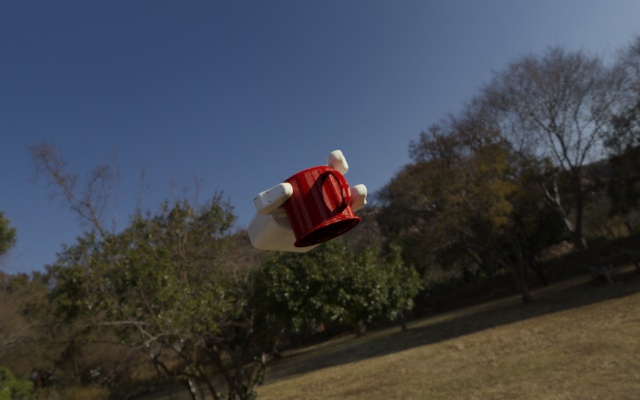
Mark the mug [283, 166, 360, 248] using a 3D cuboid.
[{"bbox_3d":[0.001,0.001,0.621,0.093,0.081,0.117,-12,-19,-32],"label":"mug"}]
